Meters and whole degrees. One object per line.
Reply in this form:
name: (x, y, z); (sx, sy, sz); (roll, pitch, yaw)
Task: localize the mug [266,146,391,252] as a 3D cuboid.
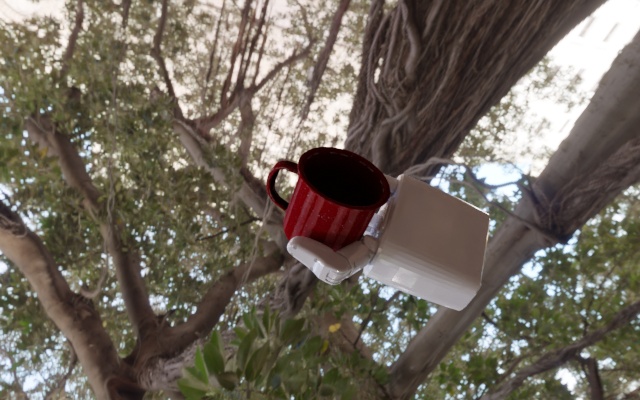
mug: (-0.001, 0.001, 0.476); (0.117, 0.081, 0.093); (23, 37, 1)
